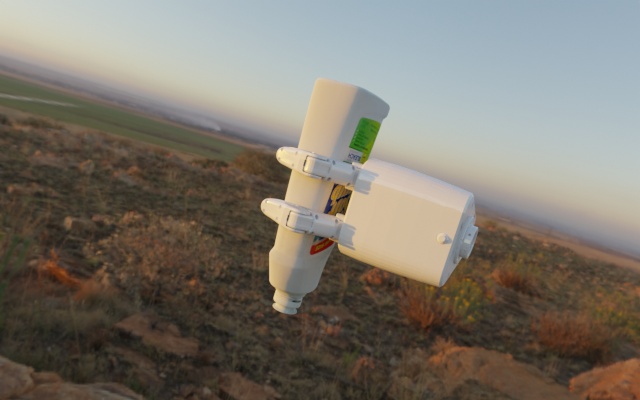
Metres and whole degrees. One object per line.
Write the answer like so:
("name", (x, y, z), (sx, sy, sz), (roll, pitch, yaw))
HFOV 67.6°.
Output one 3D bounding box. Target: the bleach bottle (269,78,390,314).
("bleach bottle", (0.000, 0.002, 0.525), (0.068, 0.251, 0.102), (20, 8, 24))
